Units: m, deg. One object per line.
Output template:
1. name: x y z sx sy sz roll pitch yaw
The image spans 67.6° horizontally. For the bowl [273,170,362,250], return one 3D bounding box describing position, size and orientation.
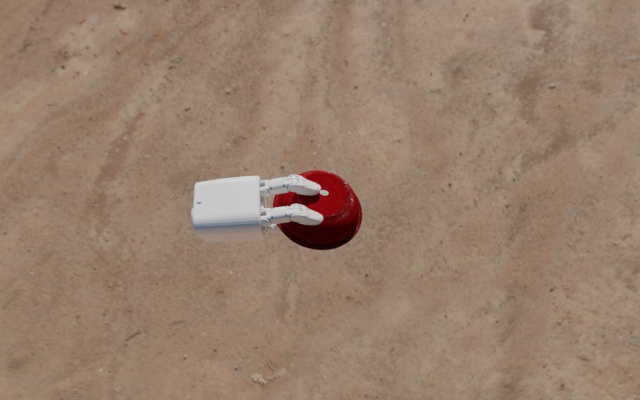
1. bowl: 0.001 0.002 0.827 0.162 0.162 0.055 0 -33 -12
